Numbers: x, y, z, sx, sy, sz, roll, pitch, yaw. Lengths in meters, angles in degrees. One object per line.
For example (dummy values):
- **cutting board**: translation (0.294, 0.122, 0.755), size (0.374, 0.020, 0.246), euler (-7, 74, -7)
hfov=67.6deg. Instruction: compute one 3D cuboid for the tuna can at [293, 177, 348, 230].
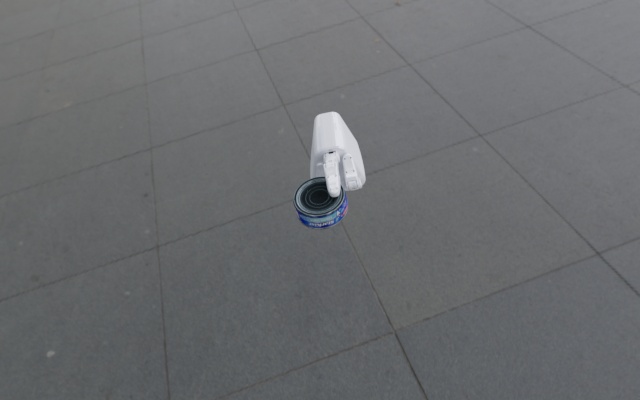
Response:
- **tuna can**: translation (0.000, 0.002, 0.767), size (0.086, 0.086, 0.034), euler (0, -40, 11)
